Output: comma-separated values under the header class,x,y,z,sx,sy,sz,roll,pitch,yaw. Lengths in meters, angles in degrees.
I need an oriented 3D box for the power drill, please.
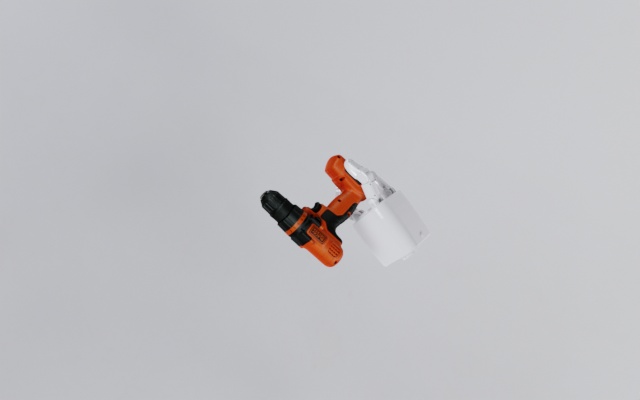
class,x,y,z,sx,sy,sz,roll,pitch,yaw
power drill,0.001,0.003,0.888,0.184,0.187,0.057,44,-30,-12
